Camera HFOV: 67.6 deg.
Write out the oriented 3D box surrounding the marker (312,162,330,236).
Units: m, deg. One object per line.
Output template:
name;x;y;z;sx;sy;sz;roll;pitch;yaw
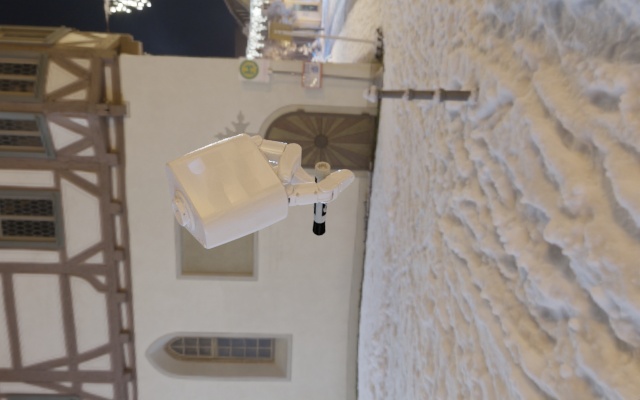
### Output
marker;0.000;0.002;0.634;0.020;0.121;0.020;2;42;-2
